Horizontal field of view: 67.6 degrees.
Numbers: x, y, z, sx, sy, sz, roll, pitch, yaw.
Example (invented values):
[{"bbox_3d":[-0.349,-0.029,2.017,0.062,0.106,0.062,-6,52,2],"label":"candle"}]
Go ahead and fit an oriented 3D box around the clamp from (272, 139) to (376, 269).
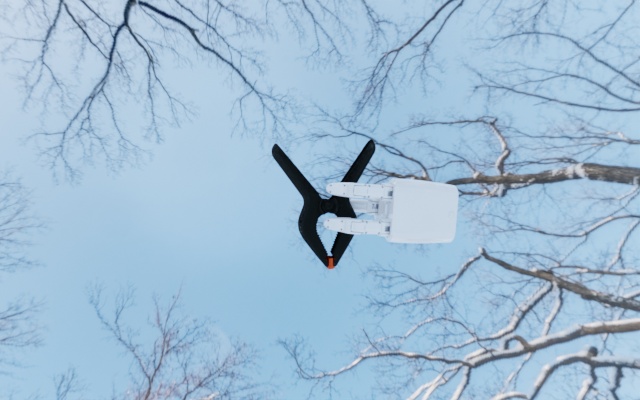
[{"bbox_3d":[0.000,0.003,0.758,0.164,0.210,0.036,4,3,-7],"label":"clamp"}]
